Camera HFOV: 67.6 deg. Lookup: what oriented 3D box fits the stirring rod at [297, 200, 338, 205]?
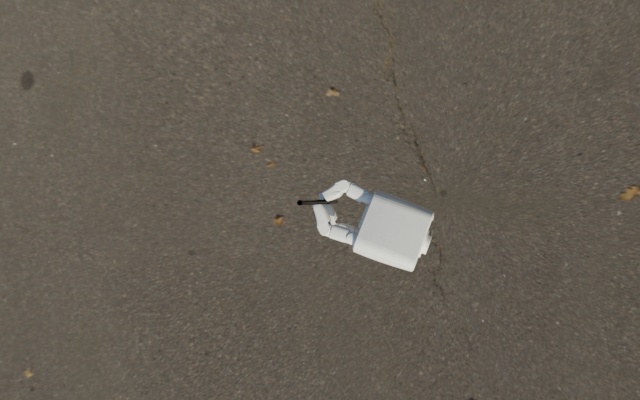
[{"bbox_3d":[0.000,0.003,0.807,0.011,0.011,0.239,0,0,15],"label":"stirring rod"}]
